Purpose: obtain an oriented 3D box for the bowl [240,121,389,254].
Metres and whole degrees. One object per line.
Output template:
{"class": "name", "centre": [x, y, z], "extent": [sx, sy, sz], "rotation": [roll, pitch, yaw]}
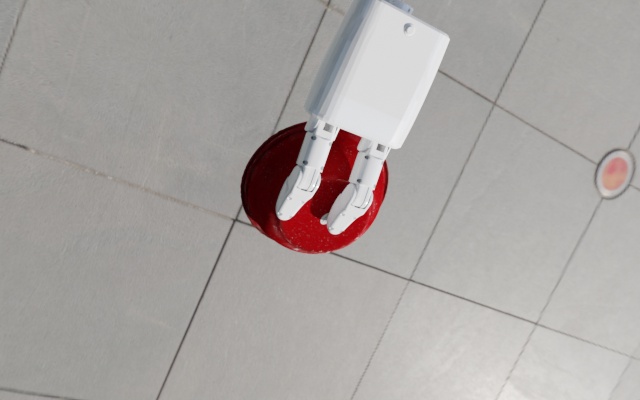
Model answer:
{"class": "bowl", "centre": [0.000, 0.003, 0.493], "extent": [0.162, 0.162, 0.055], "rotation": [0, 34, -13]}
